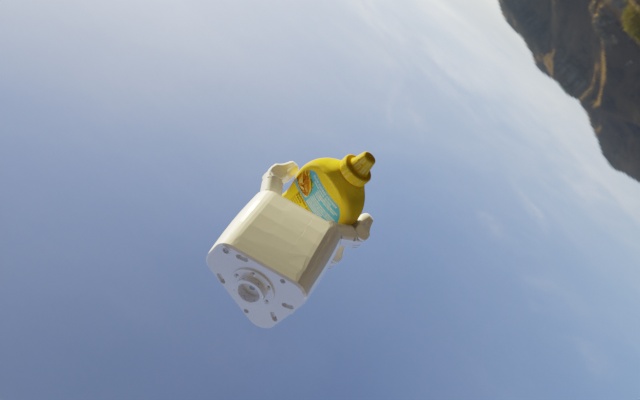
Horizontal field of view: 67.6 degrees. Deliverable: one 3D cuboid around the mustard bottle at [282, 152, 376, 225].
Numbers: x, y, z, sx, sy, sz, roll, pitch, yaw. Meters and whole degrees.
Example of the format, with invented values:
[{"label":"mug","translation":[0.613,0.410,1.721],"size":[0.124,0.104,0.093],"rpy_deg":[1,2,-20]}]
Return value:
[{"label":"mustard bottle","translation":[0.000,0.002,0.610],"size":[0.058,0.096,0.192],"rpy_deg":[-16,-21,-51]}]
